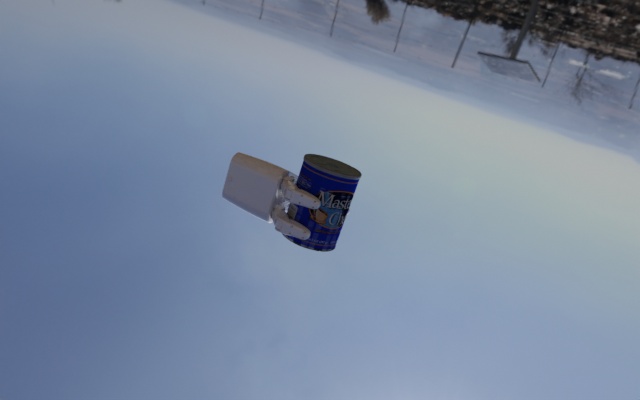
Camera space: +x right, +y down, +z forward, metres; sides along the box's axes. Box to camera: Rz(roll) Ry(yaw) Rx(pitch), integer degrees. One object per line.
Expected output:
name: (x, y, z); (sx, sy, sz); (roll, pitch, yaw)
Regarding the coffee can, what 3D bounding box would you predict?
coffee can: (0.000, 0.003, 0.824); (0.103, 0.140, 0.102); (17, 16, -5)
